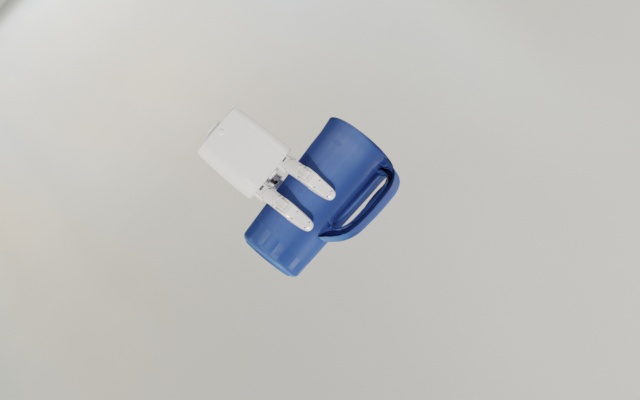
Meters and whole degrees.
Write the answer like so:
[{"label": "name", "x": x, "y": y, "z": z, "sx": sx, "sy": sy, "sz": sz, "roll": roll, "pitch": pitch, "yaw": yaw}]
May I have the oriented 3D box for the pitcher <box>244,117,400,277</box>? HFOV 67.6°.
[{"label": "pitcher", "x": 0.000, "y": 0.002, "z": 0.752, "sx": 0.145, "sy": 0.243, "sz": 0.149, "roll": 40, "pitch": -5, "yaw": -6}]
